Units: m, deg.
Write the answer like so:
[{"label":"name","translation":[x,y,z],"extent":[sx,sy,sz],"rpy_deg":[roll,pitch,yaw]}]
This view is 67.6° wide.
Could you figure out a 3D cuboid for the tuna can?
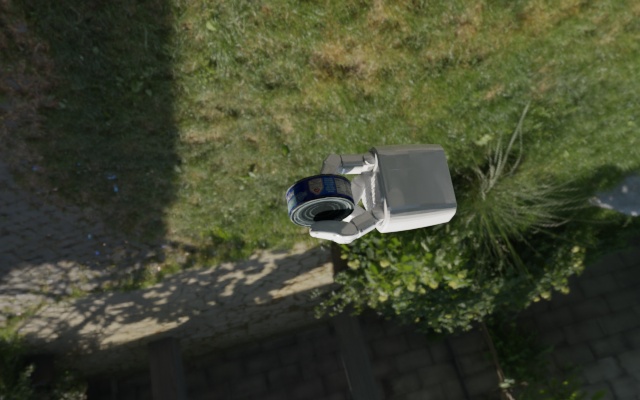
[{"label":"tuna can","translation":[0.000,0.003,0.609],"extent":[0.086,0.033,0.086],"rpy_deg":[-9,-27,-4]}]
